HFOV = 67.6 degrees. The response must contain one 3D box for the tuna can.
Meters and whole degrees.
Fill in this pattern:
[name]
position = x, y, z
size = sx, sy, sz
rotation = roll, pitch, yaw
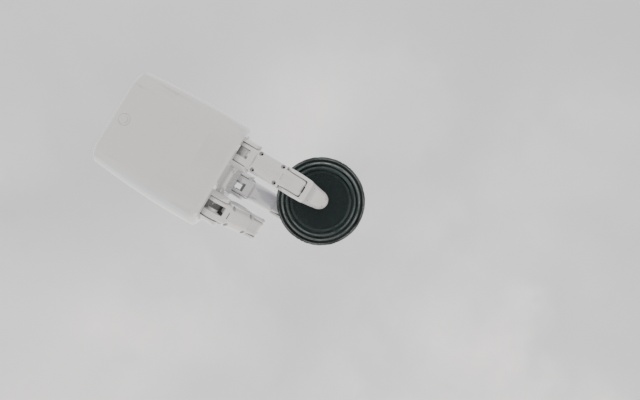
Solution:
[tuna can]
position = 0.000, 0.002, 0.477
size = 0.086, 0.086, 0.034
rotation = 0, -4, -1
